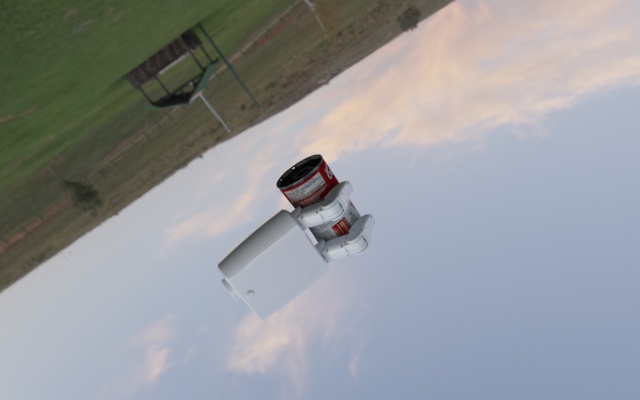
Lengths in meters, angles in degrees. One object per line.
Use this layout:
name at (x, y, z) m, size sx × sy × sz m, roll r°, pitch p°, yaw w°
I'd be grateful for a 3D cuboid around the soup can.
soup can at (0.001, 0.002, 0.606) m, size 0.068 × 0.102 × 0.068 m, roll -29°, pitch 22°, yaw 13°
